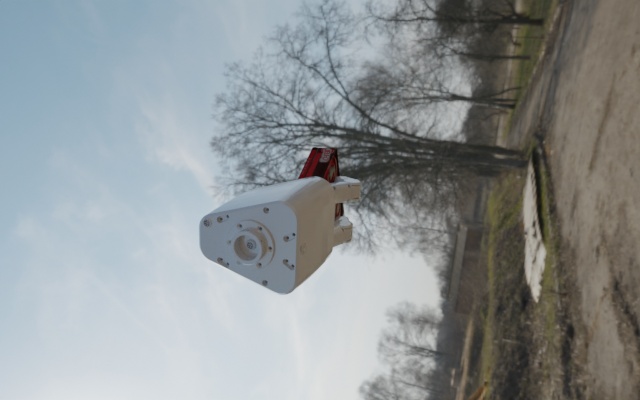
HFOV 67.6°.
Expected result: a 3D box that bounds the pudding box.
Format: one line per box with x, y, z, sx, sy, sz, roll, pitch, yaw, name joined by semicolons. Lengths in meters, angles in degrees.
0.000;0.002;0.610;0.039;0.114;0.090;8;43;15;pudding box
